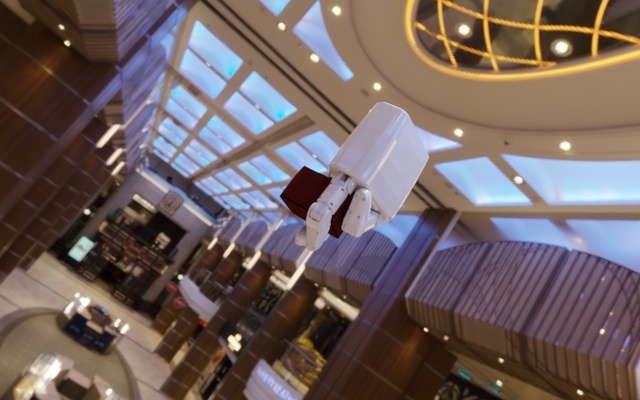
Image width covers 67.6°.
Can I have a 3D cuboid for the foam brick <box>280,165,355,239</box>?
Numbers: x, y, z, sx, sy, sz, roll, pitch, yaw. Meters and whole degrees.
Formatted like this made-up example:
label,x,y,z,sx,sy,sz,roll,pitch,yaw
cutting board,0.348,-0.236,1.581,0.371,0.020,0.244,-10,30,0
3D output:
label,x,y,z,sx,sy,sz,roll,pitch,yaw
foam brick,0.000,0.002,0.596,0.078,0.051,0.053,28,-15,26
